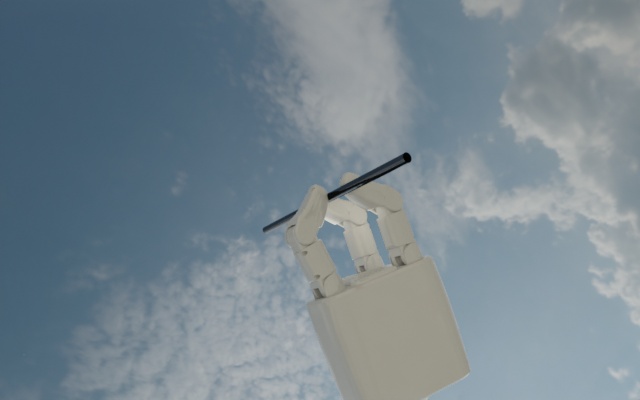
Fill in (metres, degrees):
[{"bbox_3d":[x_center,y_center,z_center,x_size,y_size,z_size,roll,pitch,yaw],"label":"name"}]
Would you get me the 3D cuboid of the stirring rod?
[{"bbox_3d":[0.000,0.001,0.435,0.011,0.011,0.239,0,-15,-32],"label":"stirring rod"}]
